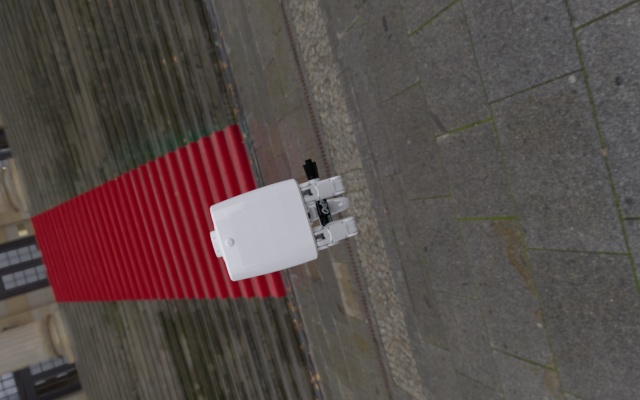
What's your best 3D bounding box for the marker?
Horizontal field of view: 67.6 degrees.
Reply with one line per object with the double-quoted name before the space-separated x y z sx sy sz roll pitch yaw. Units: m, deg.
"marker" 0.000 0.002 0.650 0.020 0.121 0.020 -17 1 0
